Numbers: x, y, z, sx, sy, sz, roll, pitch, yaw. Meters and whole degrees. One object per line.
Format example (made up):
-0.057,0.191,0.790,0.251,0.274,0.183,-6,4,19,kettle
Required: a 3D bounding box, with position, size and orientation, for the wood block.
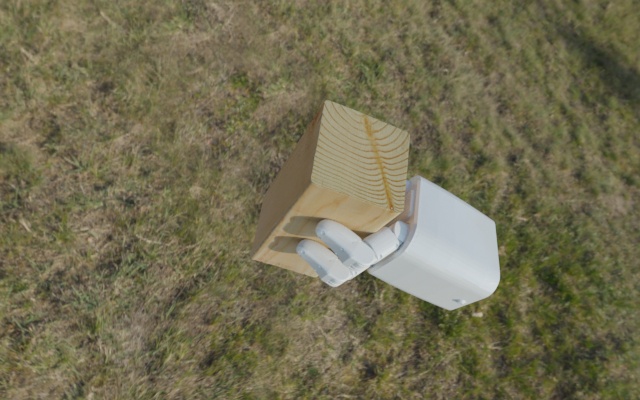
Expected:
0.001,0.001,0.504,0.090,0.090,0.206,19,-30,-15,wood block
